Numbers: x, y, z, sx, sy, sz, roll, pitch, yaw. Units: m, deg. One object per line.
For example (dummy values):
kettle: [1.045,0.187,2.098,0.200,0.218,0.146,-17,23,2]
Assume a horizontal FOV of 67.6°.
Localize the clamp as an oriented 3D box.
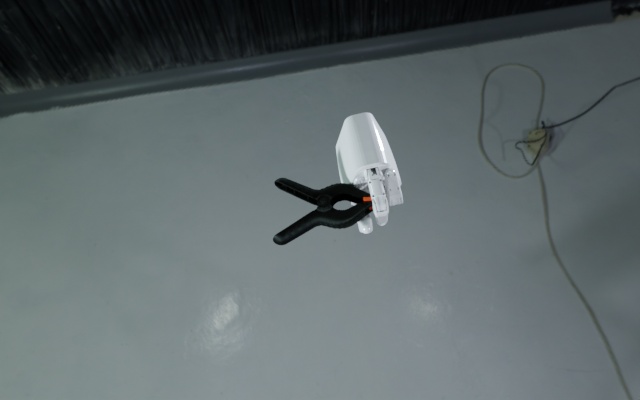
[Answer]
clamp: [0.000,0.002,0.774,0.171,0.120,0.039,-11,-25,-1]
